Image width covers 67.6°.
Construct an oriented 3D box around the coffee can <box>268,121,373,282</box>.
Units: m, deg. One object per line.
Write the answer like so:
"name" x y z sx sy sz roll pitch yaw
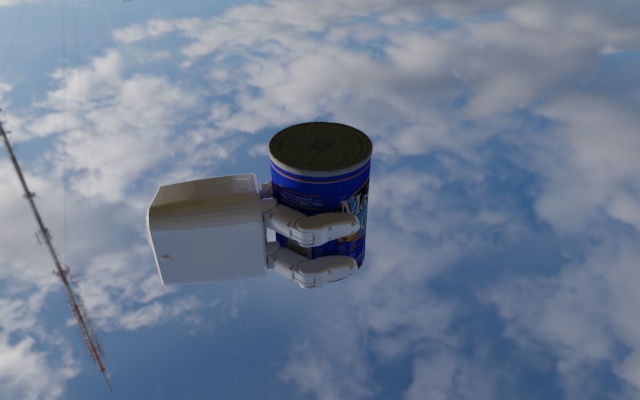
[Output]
"coffee can" 0.000 0.001 0.507 0.103 0.140 0.102 0 35 0
